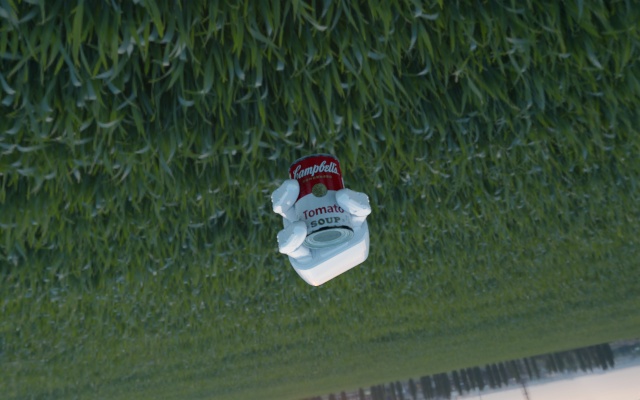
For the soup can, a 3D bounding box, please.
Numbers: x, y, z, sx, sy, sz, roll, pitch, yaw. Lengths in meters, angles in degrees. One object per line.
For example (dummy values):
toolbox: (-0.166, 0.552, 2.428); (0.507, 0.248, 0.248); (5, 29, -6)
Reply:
soup can: (0.000, 0.002, 0.599); (0.068, 0.102, 0.068); (-9, -25, -4)
